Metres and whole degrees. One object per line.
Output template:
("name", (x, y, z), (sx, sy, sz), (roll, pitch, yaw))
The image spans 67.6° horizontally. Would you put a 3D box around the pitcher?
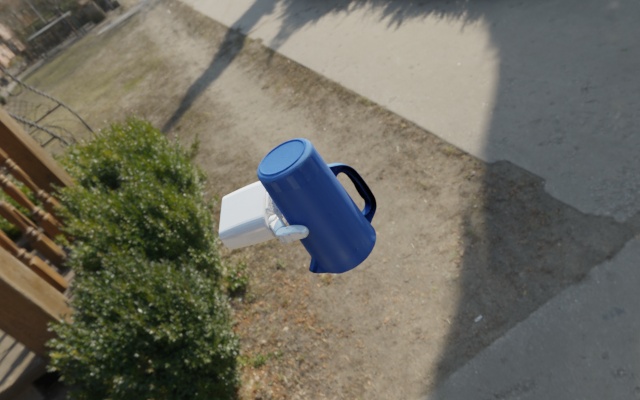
("pitcher", (0.000, 0.003, 0.862), (0.145, 0.243, 0.149), (-18, 36, 22))
